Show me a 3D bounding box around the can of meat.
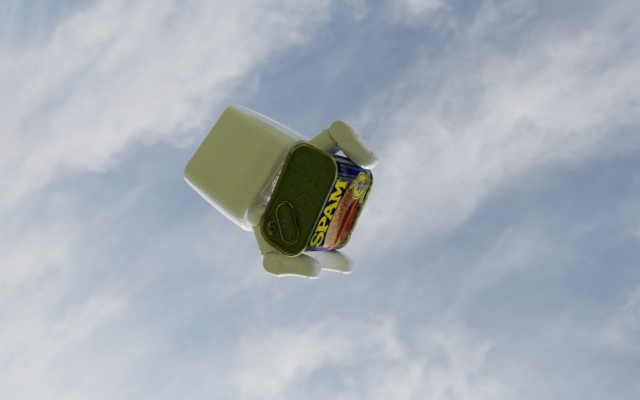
[{"bbox_3d":[0.000,0.001,0.467,0.057,0.102,0.084,30,13,30],"label":"can of meat"}]
